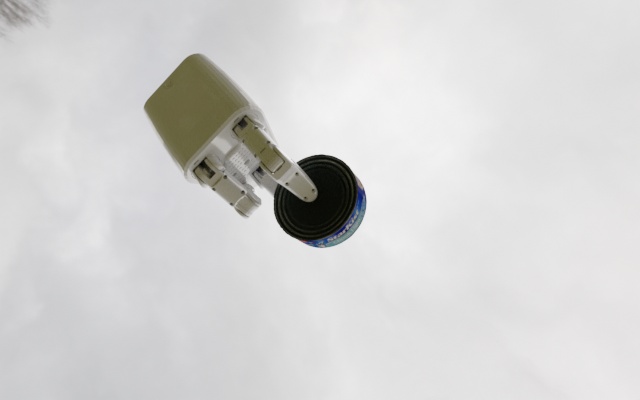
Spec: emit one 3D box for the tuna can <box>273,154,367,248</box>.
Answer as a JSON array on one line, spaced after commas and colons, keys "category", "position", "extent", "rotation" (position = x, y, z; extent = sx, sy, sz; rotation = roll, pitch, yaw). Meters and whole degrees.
[{"category": "tuna can", "position": [0.000, 0.002, 0.456], "extent": [0.086, 0.086, 0.034], "rotation": [0, -19, 25]}]
